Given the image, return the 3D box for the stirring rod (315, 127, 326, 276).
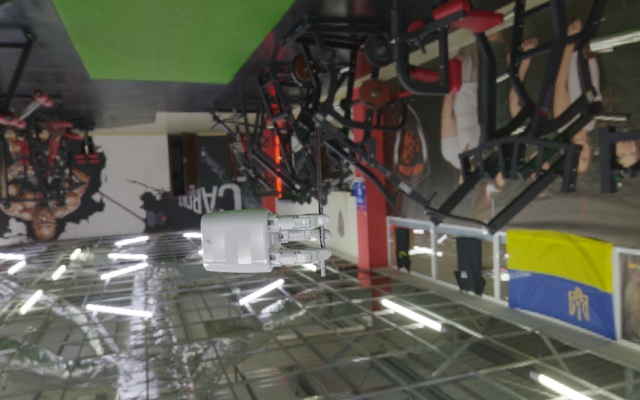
[{"bbox_3d":[0.000,0.002,0.770,0.011,0.239,0.011,-3,3,0],"label":"stirring rod"}]
